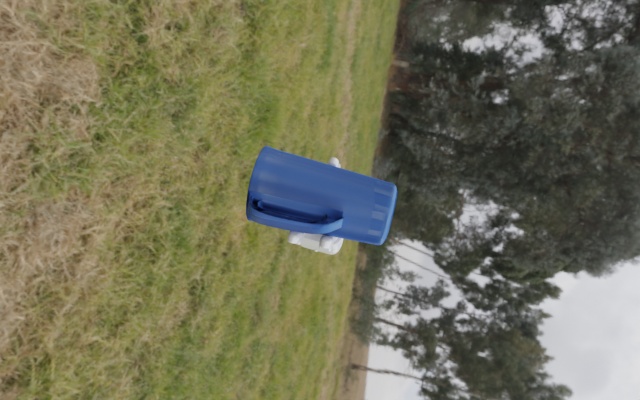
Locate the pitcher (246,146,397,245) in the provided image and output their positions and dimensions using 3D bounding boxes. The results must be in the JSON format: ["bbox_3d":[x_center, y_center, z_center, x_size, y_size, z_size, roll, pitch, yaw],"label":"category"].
[{"bbox_3d":[0.000,0.003,0.811,0.243,0.149,0.145,14,-16,5],"label":"pitcher"}]
